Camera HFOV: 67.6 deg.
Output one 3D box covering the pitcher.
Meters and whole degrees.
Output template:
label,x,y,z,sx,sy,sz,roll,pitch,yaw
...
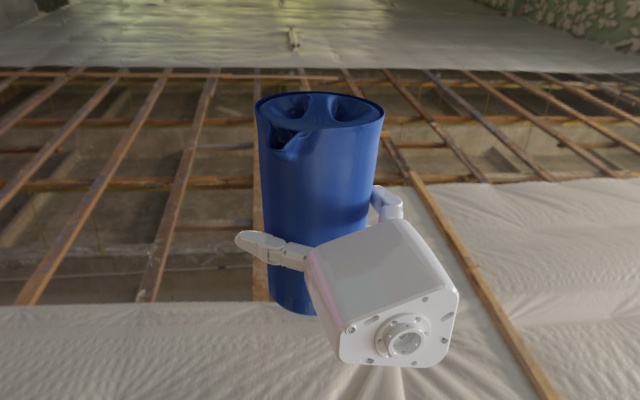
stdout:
label,x,y,z,sx,sy,sz,roll,pitch,yaw
pitcher,0.000,0.002,0.549,0.149,0.243,0.145,-6,29,-16
